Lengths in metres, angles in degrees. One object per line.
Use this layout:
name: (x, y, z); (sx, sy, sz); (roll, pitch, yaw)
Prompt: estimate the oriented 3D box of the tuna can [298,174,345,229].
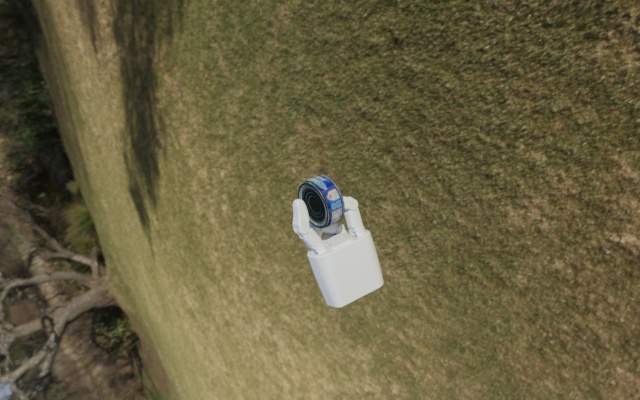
tuna can: (0.000, 0.003, 0.790); (0.033, 0.086, 0.086); (-25, 13, -31)
